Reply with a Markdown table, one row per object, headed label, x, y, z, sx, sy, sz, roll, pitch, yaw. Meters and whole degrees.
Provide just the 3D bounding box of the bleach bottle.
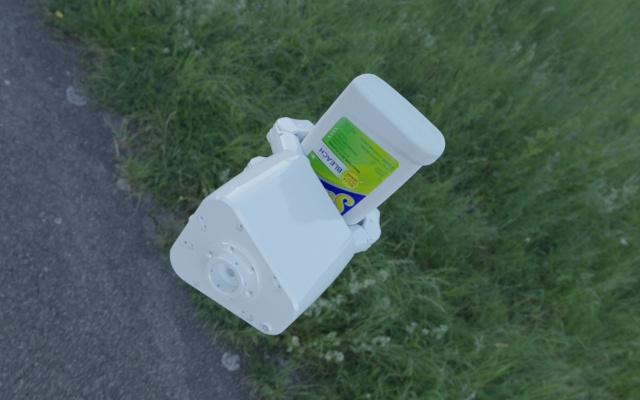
| label | x | y | z | sx | sy | sz | roll | pitch | yaw |
| --- | --- | --- | --- | --- | --- | --- | --- | --- | --- |
| bleach bottle | 0.000 | 0.001 | 0.476 | 0.251 | 0.102 | 0.068 | -49 | -4 | 33 |
